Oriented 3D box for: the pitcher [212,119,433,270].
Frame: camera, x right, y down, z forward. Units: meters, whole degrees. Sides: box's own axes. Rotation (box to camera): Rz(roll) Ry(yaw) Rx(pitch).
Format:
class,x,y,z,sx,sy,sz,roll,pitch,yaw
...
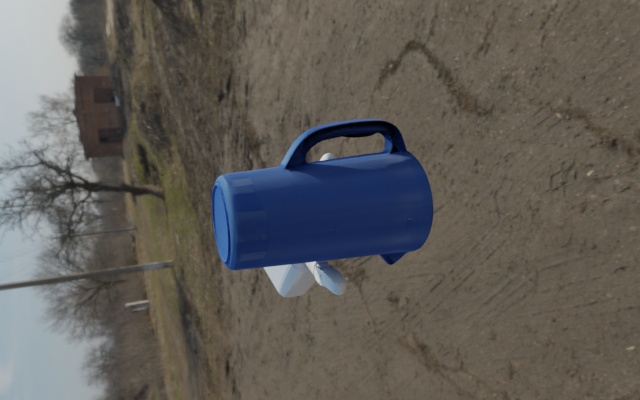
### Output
class,x,y,z,sx,sy,sz,roll,pitch,yaw
pitcher,0.000,0.002,0.570,0.243,0.149,0.145,-6,-28,-22
